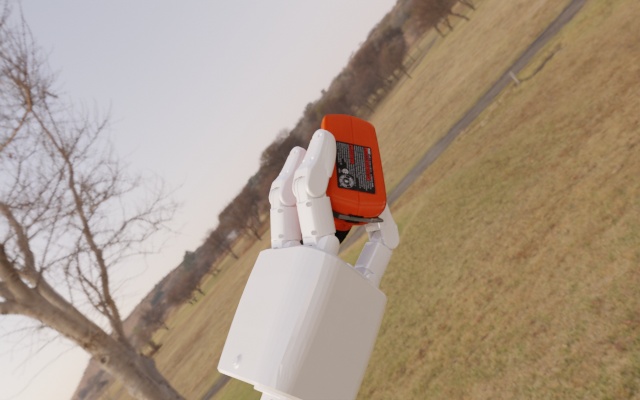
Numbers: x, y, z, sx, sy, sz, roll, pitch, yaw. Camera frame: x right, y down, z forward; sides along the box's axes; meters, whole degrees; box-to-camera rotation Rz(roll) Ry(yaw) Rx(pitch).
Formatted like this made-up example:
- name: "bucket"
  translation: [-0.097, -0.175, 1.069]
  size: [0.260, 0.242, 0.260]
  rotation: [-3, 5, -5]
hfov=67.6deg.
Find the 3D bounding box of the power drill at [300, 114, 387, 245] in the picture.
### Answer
- name: "power drill"
  translation: [0.000, 0.002, 0.489]
  size: [0.057, 0.184, 0.188]
  rotation: [6, -35, -17]
